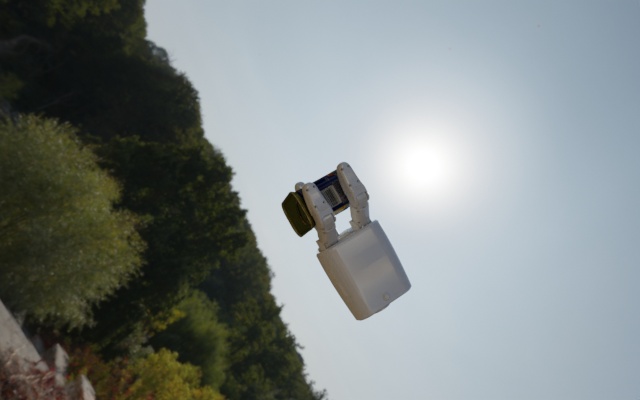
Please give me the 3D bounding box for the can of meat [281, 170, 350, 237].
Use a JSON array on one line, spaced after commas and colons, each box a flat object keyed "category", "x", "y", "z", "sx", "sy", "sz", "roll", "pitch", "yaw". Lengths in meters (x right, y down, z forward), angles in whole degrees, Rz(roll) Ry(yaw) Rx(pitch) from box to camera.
[{"category": "can of meat", "x": 0.000, "y": 0.002, "z": 0.664, "sx": 0.084, "sy": 0.057, "sz": 0.102, "roll": -29, "pitch": -5, "yaw": -18}]
